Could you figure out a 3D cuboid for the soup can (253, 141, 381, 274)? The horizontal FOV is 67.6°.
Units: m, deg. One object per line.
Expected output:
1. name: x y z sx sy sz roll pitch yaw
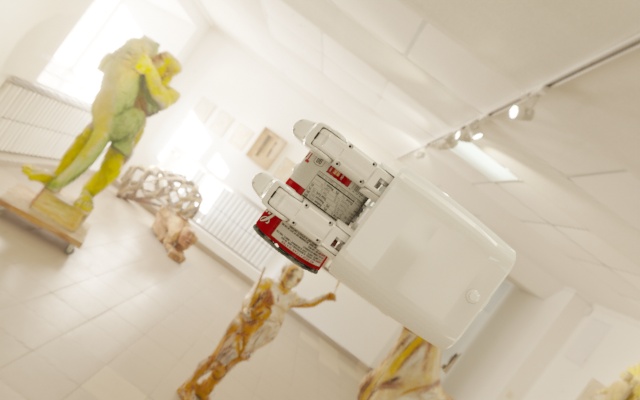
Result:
1. soup can: 0.000 0.001 0.404 0.068 0.102 0.068 37 1 -1
